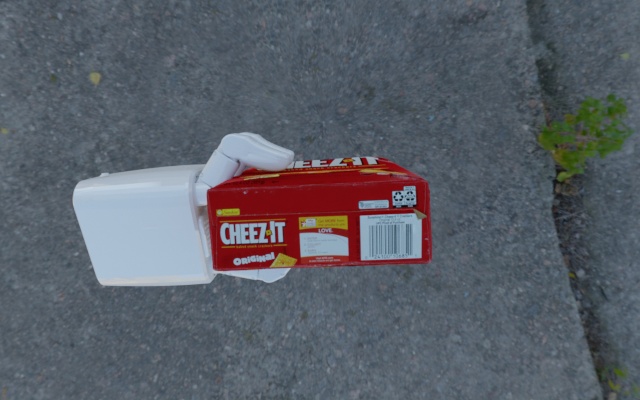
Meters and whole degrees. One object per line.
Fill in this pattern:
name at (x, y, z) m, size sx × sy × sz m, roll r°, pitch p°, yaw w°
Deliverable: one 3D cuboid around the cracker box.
cracker box at (0.000, 0.002, 0.448) m, size 0.164 × 0.072 × 0.213 m, roll -3°, pitch 9°, yaw 1°
